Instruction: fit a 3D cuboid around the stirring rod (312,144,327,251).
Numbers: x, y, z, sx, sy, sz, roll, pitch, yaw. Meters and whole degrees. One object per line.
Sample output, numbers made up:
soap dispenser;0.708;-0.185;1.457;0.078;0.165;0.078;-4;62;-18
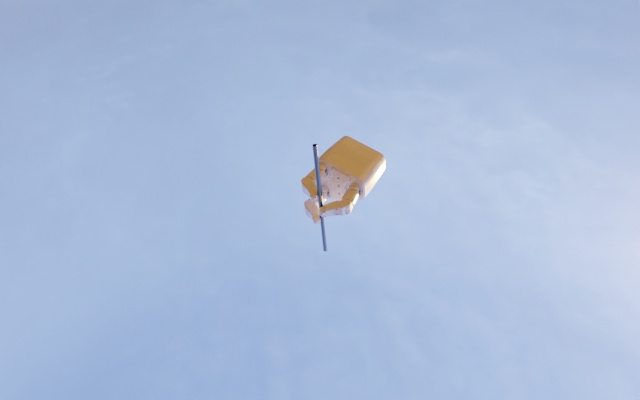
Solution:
stirring rod;0.000;0.003;0.863;0.011;0.240;0.011;-4;38;3
